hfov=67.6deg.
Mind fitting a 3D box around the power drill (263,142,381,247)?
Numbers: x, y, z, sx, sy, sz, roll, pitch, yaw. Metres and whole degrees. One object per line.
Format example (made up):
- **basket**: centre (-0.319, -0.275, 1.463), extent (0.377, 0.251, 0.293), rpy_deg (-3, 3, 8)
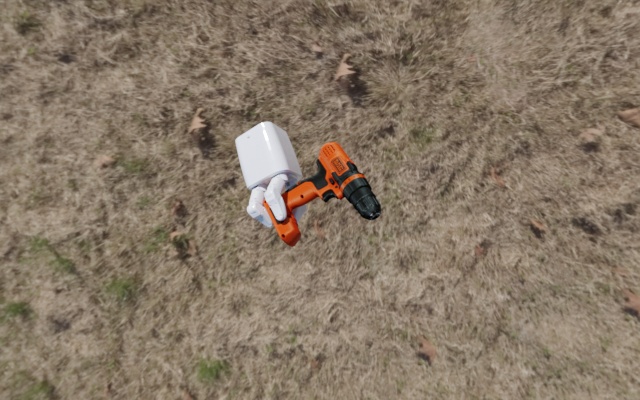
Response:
- **power drill**: centre (0.000, 0.003, 0.880), extent (0.187, 0.184, 0.057), rpy_deg (-35, -35, 5)
